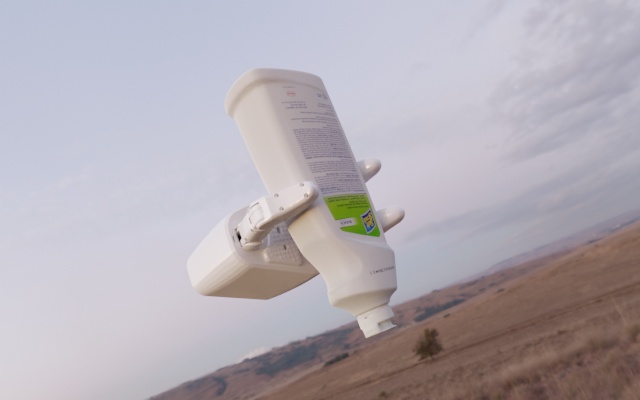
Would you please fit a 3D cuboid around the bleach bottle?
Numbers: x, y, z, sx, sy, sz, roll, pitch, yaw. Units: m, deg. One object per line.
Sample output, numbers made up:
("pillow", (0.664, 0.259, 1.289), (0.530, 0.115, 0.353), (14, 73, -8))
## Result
("bleach bottle", (0.000, 0.001, 0.435), (0.102, 0.250, 0.068), (-8, -22, -41))
